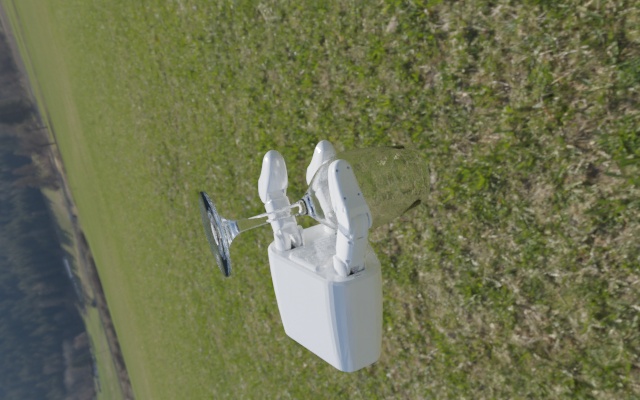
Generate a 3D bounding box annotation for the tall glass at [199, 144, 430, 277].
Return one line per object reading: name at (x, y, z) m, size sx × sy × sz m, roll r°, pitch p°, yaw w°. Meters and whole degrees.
tall glass at (-0.001, 0.001, 0.429) m, size 0.201 × 0.079 × 0.079 m, roll -17°, pitch 7°, yaw -22°
